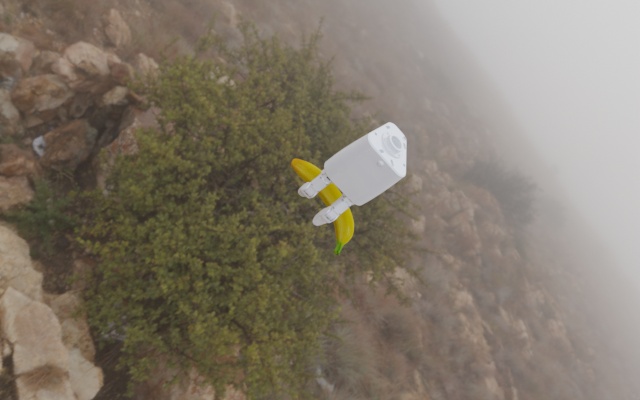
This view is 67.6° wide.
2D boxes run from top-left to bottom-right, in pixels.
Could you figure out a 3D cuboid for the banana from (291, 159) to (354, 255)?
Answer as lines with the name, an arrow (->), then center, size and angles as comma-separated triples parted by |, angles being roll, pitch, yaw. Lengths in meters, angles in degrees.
banana -> 0.014, 0.001, 0.906 | 0.069, 0.198, 0.037 | -23, -6, -44
